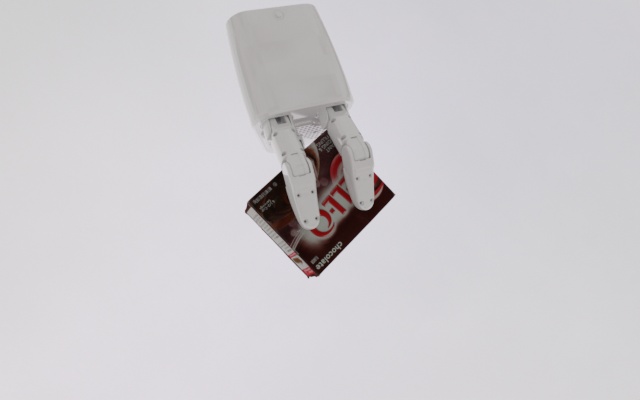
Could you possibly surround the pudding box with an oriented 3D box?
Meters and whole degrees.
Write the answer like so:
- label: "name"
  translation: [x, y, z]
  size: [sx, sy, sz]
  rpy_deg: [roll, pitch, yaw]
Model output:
- label: "pudding box"
  translation: [0.000, 0.001, 0.441]
  size: [0.113, 0.090, 0.039]
  rpy_deg: [-45, 1, -19]
